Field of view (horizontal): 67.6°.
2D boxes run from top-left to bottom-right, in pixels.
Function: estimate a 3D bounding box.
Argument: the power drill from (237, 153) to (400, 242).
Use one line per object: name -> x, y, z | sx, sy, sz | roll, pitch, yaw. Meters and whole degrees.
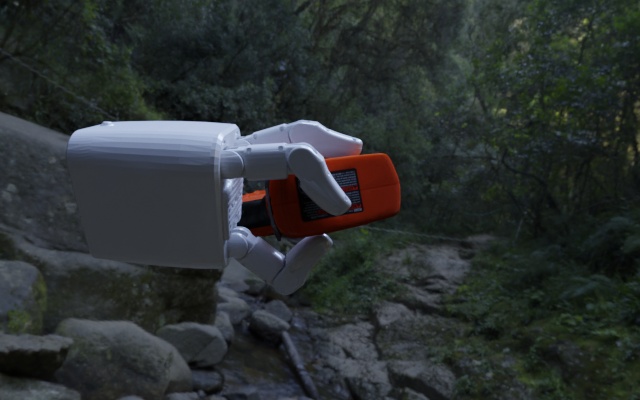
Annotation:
power drill -> 0.000, 0.001, 0.454 | 0.184, 0.057, 0.187 | -12, -3, -19
